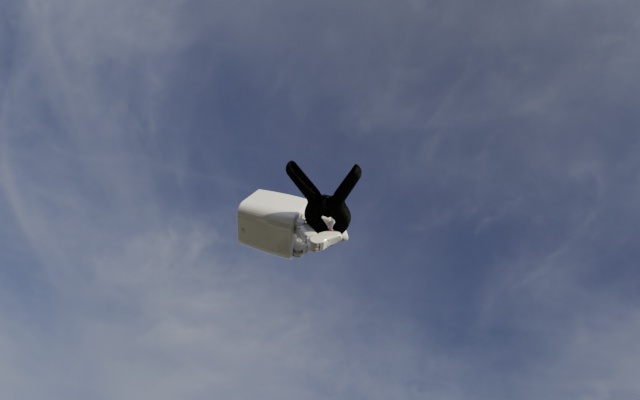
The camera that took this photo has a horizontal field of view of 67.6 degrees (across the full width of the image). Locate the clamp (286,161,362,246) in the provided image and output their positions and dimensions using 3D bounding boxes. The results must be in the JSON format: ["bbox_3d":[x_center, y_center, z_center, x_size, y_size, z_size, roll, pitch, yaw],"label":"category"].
[{"bbox_3d":[0.000,0.002,0.792,0.120,0.172,0.039,15,39,12],"label":"clamp"}]
